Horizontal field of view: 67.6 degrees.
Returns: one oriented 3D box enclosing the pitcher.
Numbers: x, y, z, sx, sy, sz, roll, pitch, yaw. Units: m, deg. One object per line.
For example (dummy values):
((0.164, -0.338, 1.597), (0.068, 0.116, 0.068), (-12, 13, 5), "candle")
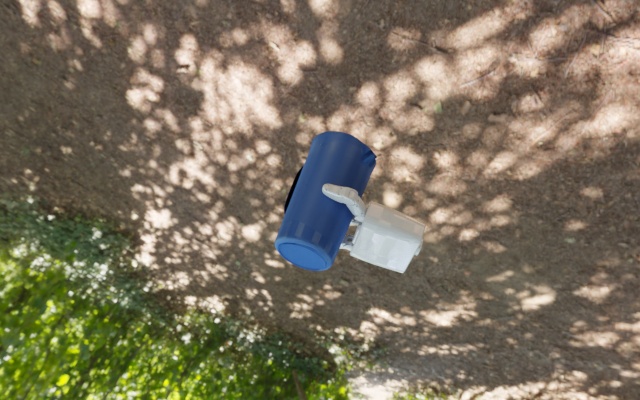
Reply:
((0.000, 0.003, 0.886), (0.145, 0.242, 0.149), (21, -30, 4), "pitcher")
